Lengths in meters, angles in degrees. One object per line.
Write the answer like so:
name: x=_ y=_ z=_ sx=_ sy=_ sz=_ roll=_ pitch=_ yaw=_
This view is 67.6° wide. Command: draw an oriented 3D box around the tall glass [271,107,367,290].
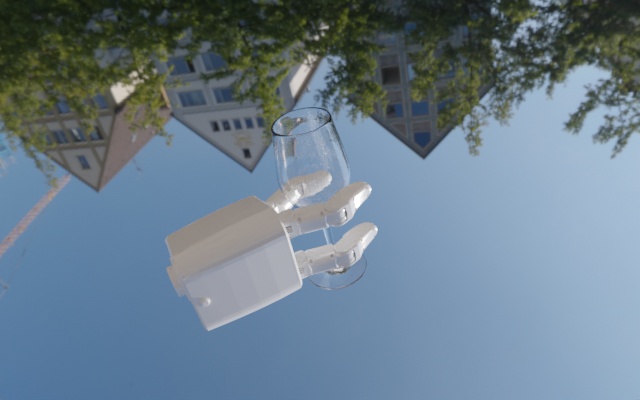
tall glass: x=0.000 y=0.002 z=0.528 sx=0.079 sy=0.201 sz=0.079 roll=-9 pitch=34 yaw=6
